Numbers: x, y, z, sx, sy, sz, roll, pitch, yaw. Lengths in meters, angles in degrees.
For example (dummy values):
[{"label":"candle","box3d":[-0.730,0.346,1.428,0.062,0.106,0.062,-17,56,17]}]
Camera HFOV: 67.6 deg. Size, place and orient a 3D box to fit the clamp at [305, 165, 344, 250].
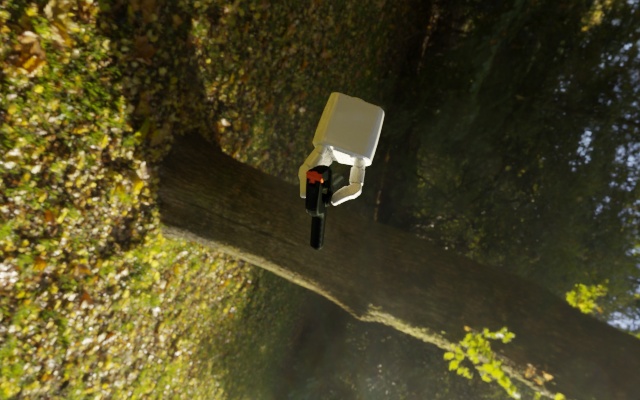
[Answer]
[{"label":"clamp","box3d":[0.001,0.003,0.884,0.036,0.164,0.210,13,-10,12]}]
